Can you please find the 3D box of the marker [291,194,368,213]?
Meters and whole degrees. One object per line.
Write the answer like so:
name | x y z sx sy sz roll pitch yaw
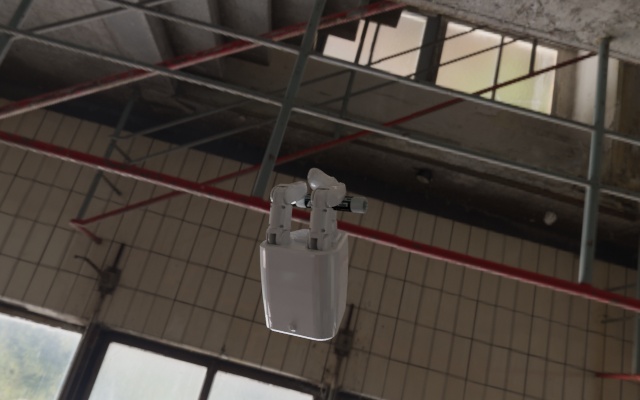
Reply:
marker | 0.000 0.002 0.591 0.121 0.020 0.020 4 2 29
